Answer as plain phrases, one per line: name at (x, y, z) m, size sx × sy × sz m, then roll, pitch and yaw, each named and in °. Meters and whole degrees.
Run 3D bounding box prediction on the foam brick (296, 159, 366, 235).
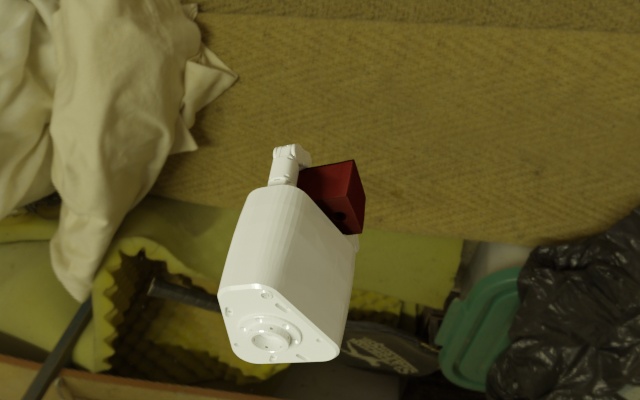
foam brick at (0.000, 0.001, 0.459) m, size 0.078 × 0.053 × 0.051 m, roll -9°, pitch 42°, yaw 18°
